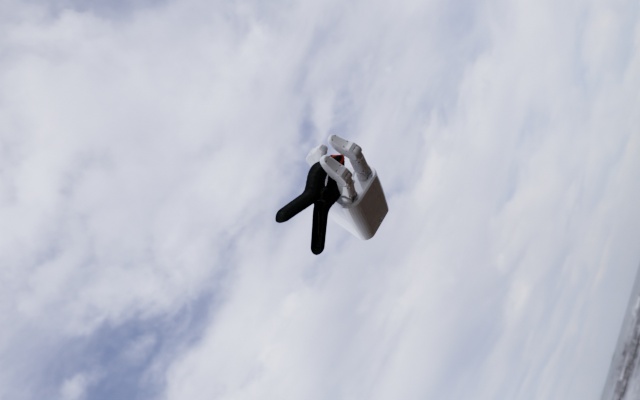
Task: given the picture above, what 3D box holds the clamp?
[{"bbox_3d":[0.000,0.002,0.792,0.039,0.171,0.120,14,-32,38],"label":"clamp"}]
